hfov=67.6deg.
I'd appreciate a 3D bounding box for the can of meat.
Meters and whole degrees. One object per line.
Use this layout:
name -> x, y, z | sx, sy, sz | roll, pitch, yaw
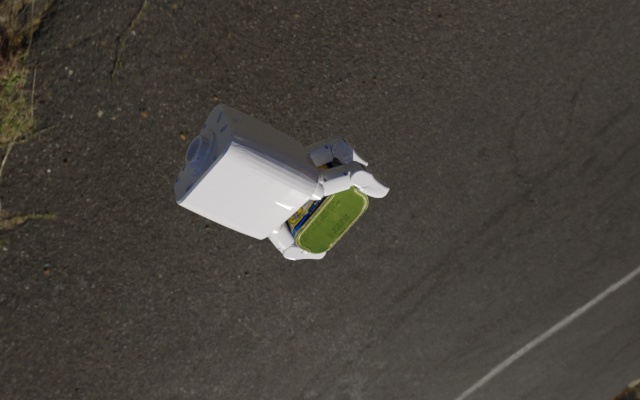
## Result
can of meat -> 0.000, 0.002, 0.569 | 0.057, 0.102, 0.084 | 30, 18, -35
